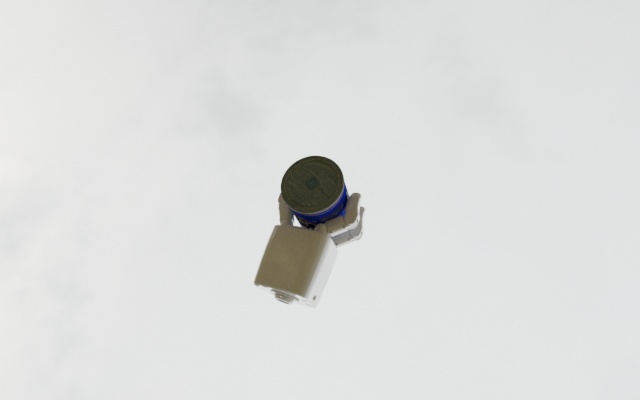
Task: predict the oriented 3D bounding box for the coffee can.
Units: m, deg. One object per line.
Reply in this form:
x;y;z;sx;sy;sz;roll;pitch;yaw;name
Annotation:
0.000;0.002;0.812;0.103;0.102;0.140;0;-25;13;coffee can
